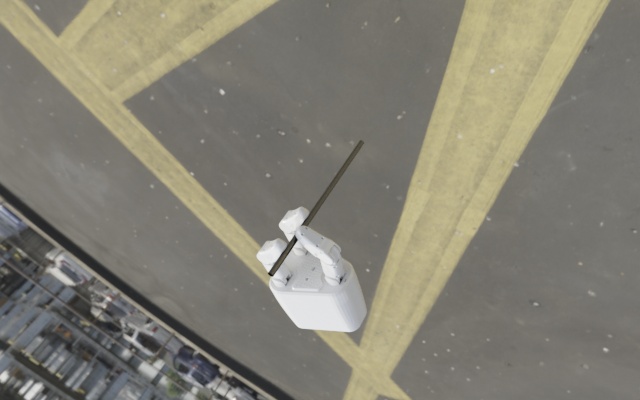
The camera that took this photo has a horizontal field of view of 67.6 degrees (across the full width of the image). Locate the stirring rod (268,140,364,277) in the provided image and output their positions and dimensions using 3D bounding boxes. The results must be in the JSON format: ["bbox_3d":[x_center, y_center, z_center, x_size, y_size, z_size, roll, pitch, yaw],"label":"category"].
[{"bbox_3d":[0.000,0.002,0.620,0.011,0.239,0.011,24,-32,17],"label":"stirring rod"}]
